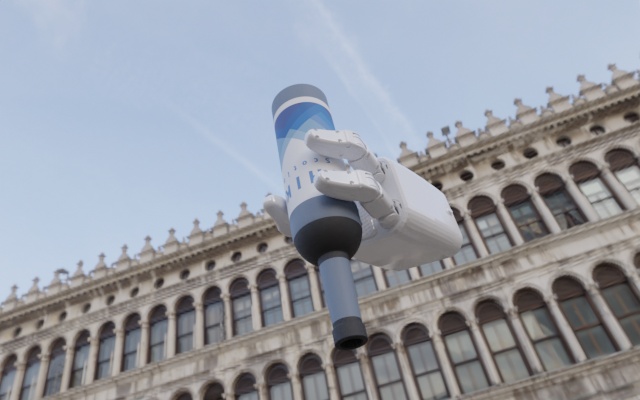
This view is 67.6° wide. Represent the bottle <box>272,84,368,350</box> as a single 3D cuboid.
[{"bbox_3d":[0.000,0.001,0.470,0.069,0.295,0.069,-8,-39,-6],"label":"bottle"}]
